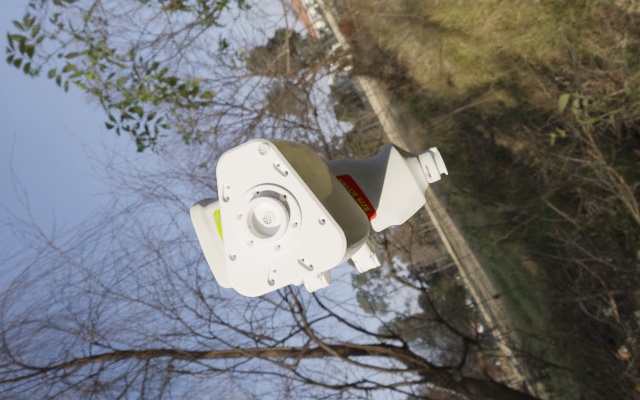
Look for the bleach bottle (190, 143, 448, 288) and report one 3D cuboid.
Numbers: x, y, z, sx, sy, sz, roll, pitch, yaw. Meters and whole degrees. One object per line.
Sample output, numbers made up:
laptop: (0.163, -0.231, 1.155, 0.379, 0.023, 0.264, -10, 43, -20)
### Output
bleach bottle: (0.000, 0.002, 0.483, 0.251, 0.102, 0.068, -23, -3, 13)
